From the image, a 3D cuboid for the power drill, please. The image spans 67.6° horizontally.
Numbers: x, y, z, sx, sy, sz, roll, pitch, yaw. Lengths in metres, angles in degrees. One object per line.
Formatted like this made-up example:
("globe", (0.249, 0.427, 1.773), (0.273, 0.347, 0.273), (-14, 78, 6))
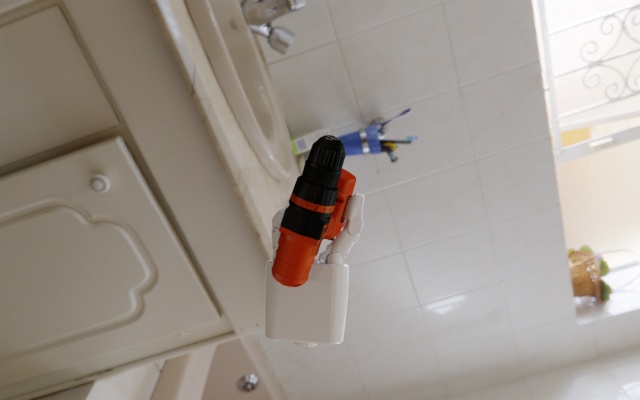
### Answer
("power drill", (0.000, 0.002, 0.617), (0.057, 0.184, 0.187), (22, 14, 9))
